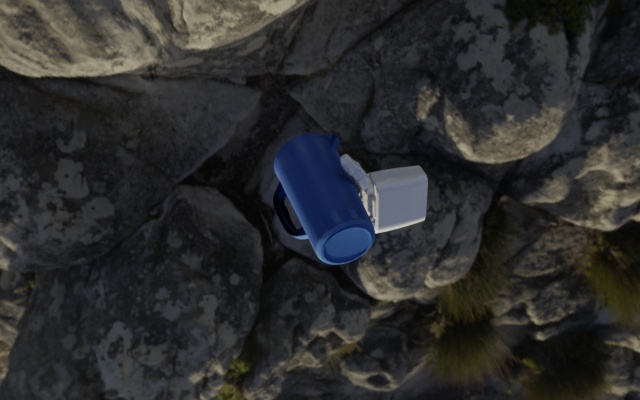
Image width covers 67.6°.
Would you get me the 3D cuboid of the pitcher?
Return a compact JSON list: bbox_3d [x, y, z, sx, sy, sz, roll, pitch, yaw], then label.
[{"bbox_3d":[0.000,0.003,0.880,0.145,0.149,0.242,-11,45,-14],"label":"pitcher"}]
